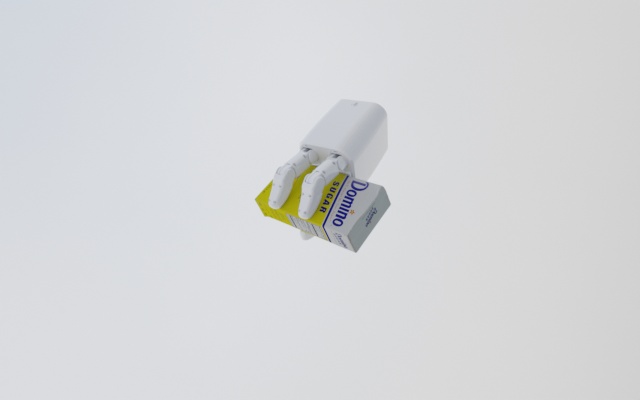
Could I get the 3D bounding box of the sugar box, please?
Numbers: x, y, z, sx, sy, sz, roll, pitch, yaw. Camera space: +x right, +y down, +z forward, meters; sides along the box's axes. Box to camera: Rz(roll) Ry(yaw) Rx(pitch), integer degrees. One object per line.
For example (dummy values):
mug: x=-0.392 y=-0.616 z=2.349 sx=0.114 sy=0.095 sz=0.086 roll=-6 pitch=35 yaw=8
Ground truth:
sugar box: x=0.000 y=0.002 z=0.676 sx=0.176 sy=0.093 sz=0.048 roll=17 pitch=-32 yaw=39
